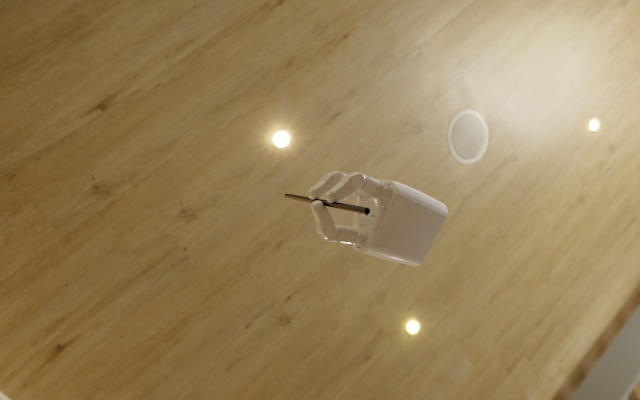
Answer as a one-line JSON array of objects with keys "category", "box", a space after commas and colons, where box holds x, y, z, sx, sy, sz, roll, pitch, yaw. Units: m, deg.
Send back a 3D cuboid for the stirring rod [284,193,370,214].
[{"category": "stirring rod", "box": [0.000, 0.002, 0.666, 0.011, 0.011, 0.239, 0, 5, -27]}]
